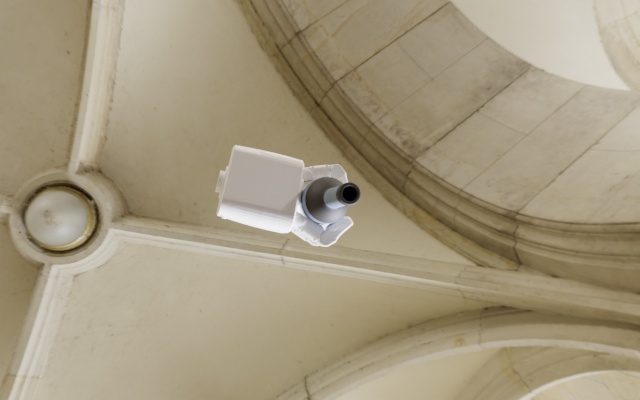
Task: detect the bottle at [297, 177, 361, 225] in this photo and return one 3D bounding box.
[{"bbox_3d":[0.000,0.002,0.708,0.069,0.069,0.296,0,-4,-14],"label":"bottle"}]
